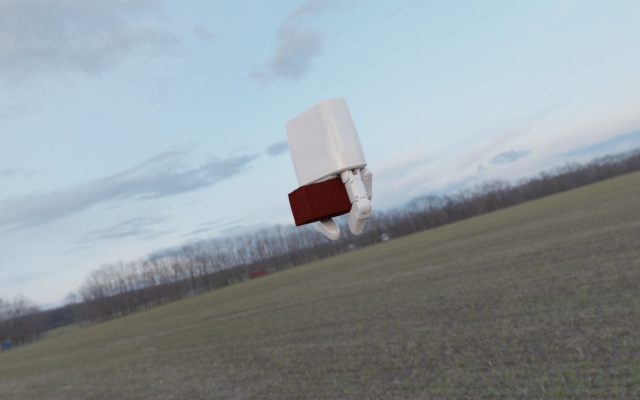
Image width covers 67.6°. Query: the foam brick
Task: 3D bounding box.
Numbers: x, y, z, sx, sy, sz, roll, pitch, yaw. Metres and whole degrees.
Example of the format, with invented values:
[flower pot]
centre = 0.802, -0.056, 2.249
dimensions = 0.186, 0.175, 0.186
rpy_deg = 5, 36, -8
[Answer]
[foam brick]
centre = 0.000, 0.002, 0.690
dimensions = 0.078, 0.051, 0.053
rpy_deg = -13, -5, -26
